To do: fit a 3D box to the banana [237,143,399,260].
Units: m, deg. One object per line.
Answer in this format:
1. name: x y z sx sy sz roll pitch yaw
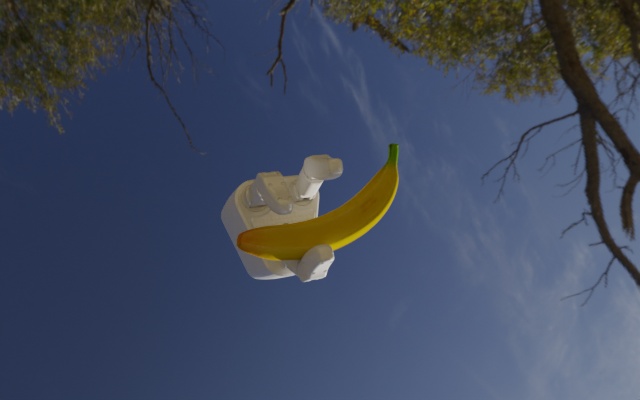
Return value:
1. banana: 0.011 0.016 0.485 0.197 0.069 0.037 -32 11 -21
